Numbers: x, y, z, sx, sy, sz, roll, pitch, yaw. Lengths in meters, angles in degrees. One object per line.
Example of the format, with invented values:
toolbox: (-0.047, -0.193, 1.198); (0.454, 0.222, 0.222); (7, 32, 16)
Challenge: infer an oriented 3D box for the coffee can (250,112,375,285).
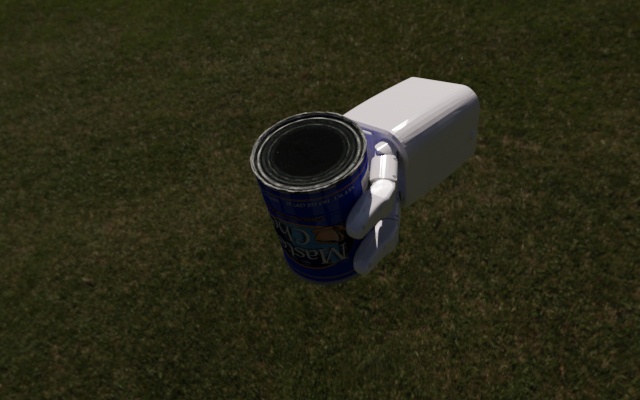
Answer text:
coffee can: (0.000, 0.002, 0.462); (0.103, 0.102, 0.140); (0, -41, 12)
